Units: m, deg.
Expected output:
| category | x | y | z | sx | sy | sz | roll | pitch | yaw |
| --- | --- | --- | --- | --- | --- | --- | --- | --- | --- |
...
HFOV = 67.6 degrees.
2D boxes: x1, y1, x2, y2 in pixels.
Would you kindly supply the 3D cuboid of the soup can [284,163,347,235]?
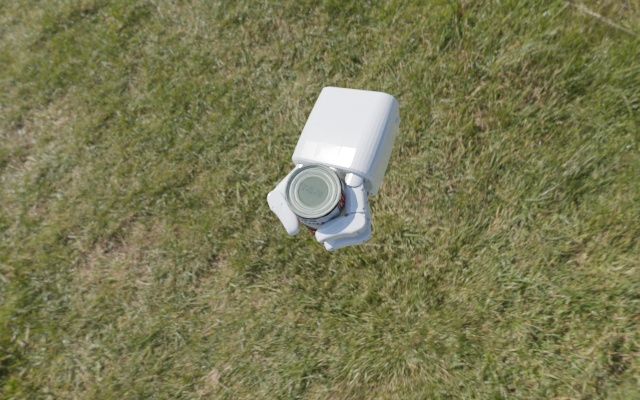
| category | x | y | z | sx | sy | sz | roll | pitch | yaw |
| --- | --- | --- | --- | --- | --- | --- | --- | --- | --- |
| soup can | 0.000 | 0.002 | 0.579 | 0.068 | 0.068 | 0.102 | 0 | -15 | 10 |
